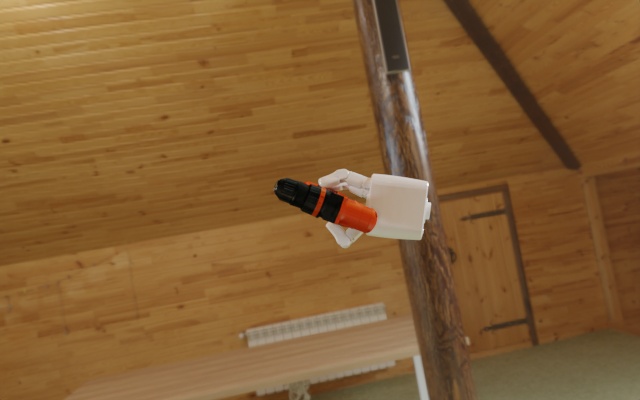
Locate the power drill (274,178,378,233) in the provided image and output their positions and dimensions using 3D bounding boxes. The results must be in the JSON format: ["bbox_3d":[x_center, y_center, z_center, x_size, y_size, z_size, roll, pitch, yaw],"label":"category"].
[{"bbox_3d":[0.000,0.003,0.876,0.184,0.057,0.187,23,3,-8],"label":"power drill"}]
